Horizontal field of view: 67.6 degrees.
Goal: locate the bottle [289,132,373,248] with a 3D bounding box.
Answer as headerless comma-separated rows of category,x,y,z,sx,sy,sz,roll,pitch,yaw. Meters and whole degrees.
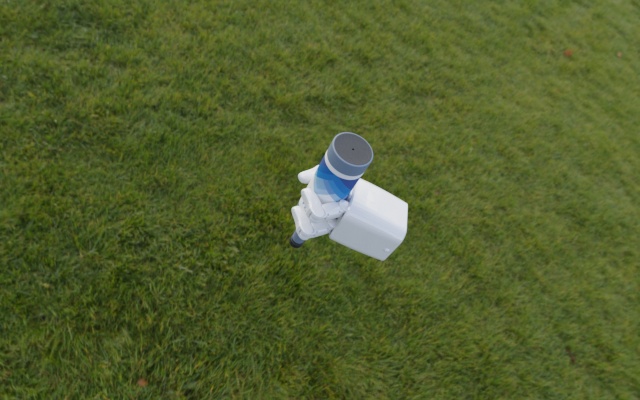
bottle,0.000,0.003,0.829,0.069,0.069,0.296,0,-33,-23
